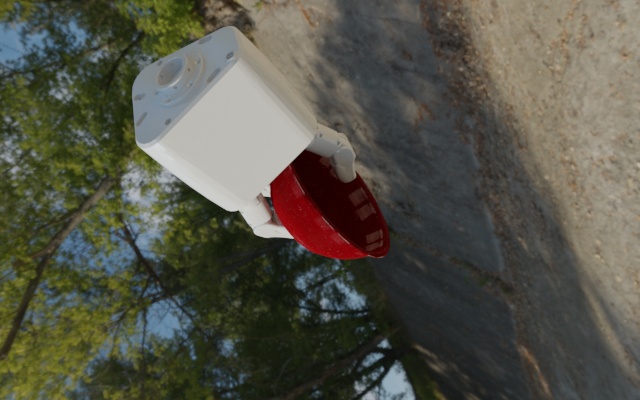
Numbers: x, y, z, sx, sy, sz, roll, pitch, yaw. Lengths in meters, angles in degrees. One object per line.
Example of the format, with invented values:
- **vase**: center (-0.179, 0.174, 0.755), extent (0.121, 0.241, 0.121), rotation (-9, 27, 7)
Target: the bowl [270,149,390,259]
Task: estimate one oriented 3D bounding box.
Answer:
- **bowl**: center (0.001, 0.003, 0.486), extent (0.055, 0.162, 0.162), rotation (-38, -16, 22)
